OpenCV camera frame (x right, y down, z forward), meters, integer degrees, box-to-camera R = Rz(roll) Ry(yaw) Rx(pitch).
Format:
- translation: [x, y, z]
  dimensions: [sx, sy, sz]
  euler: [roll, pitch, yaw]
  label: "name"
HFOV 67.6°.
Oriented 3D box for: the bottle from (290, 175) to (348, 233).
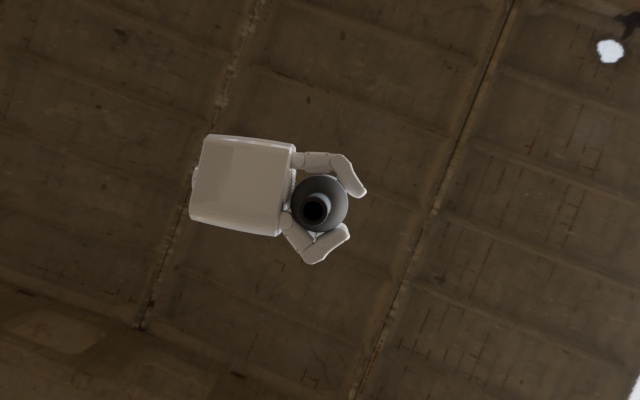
- translation: [0.000, 0.002, 0.584]
  dimensions: [0.069, 0.069, 0.295]
  euler: [0, 3, 3]
  label: "bottle"
